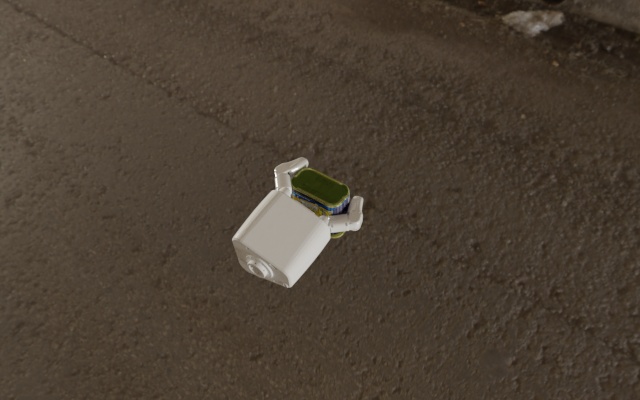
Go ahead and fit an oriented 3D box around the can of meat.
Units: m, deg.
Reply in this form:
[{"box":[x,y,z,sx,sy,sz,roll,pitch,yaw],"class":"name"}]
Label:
[{"box":[0.000,0.002,0.788,0.102,0.057,0.084,27,-33,22],"class":"can of meat"}]
